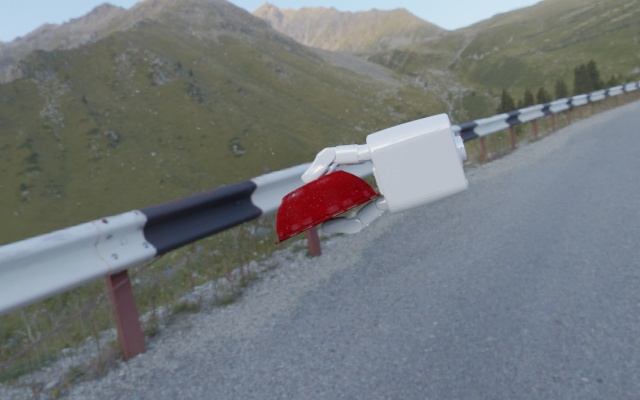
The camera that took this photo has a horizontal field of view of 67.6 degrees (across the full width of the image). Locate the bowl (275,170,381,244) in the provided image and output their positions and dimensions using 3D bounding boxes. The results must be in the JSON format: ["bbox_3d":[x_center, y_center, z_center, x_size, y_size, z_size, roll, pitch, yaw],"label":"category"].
[{"bbox_3d":[-0.001,0.002,0.655,0.162,0.055,0.162,-26,-2,-1],"label":"bowl"}]
